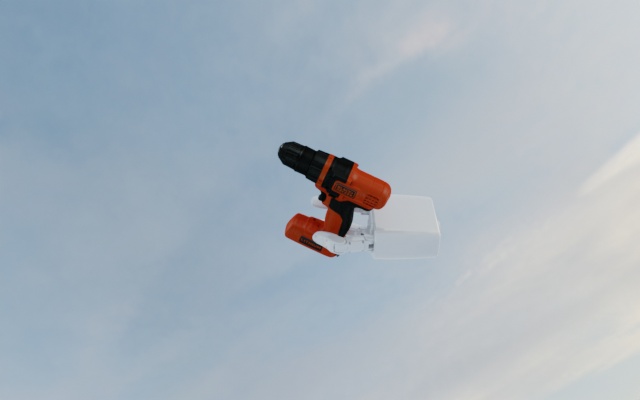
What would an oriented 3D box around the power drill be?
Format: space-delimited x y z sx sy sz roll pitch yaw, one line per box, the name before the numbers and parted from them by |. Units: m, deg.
power drill | 0.000 0.003 0.777 0.184 0.057 0.188 26 -43 1
